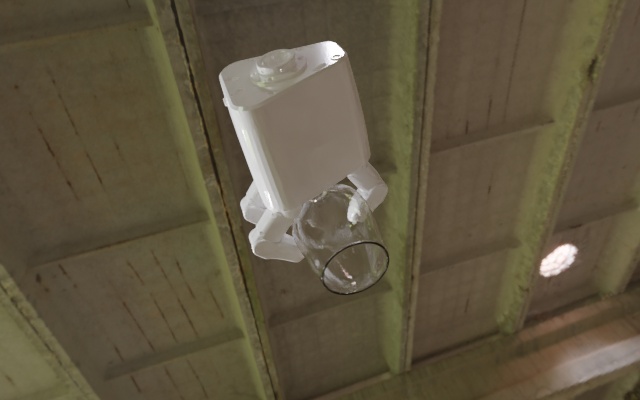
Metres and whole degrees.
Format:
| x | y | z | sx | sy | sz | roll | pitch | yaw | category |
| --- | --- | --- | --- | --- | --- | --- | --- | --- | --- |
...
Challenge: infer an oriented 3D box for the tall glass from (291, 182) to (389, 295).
| x | y | z | sx | sy | sz | roll | pitch | yaw | category |
| --- | --- | --- | --- | --- | --- | --- | --- | --- | --- |
| 0.000 | 0.001 | 0.481 | 0.079 | 0.079 | 0.201 | 0 | 35 | -22 | tall glass |
